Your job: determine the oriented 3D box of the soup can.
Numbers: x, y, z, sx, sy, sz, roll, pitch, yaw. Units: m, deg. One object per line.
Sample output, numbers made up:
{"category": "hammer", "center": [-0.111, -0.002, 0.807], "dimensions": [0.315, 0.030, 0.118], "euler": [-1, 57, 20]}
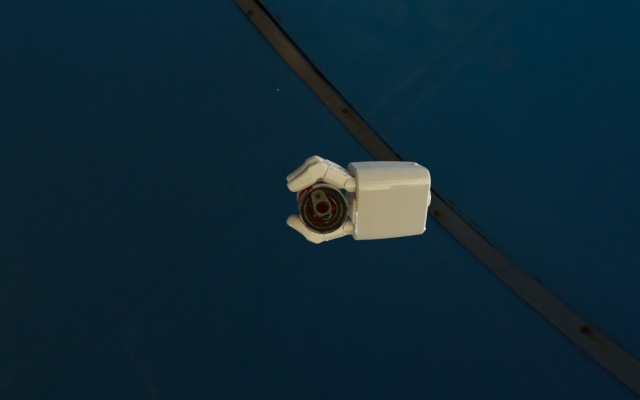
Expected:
{"category": "soup can", "center": [0.000, 0.002, 0.699], "dimensions": [0.068, 0.068, 0.102], "euler": [0, 13, -5]}
